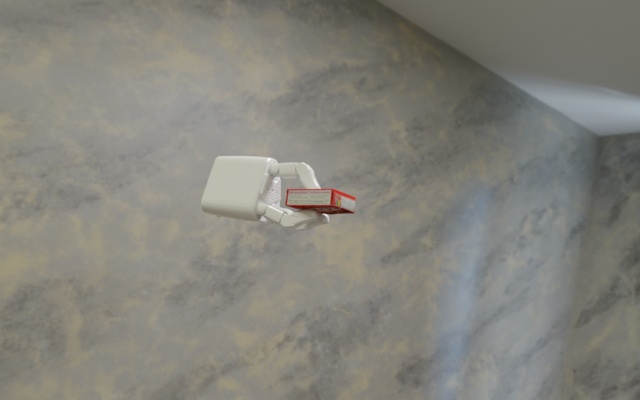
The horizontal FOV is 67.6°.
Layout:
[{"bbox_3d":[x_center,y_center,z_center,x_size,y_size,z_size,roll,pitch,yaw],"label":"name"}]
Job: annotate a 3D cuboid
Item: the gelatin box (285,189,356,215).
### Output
[{"bbox_3d":[0.000,0.002,0.759,0.089,0.030,0.073,-1,-11,33],"label":"gelatin box"}]
